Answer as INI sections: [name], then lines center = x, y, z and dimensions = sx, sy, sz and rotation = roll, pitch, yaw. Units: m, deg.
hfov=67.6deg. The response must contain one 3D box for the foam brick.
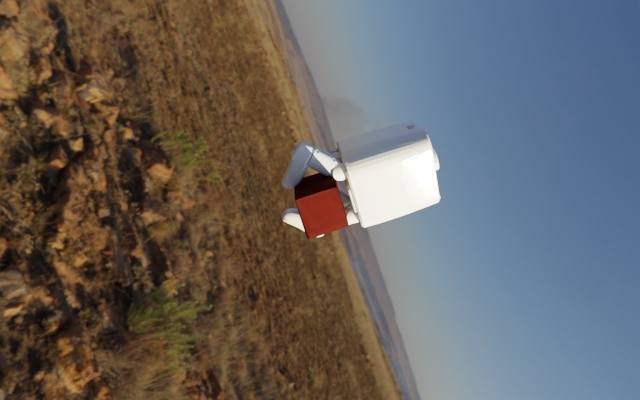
[foam brick]
center = 0.000, 0.002, 0.576
dimensions = 0.051, 0.053, 0.078
rotation = -16, 20, 3
